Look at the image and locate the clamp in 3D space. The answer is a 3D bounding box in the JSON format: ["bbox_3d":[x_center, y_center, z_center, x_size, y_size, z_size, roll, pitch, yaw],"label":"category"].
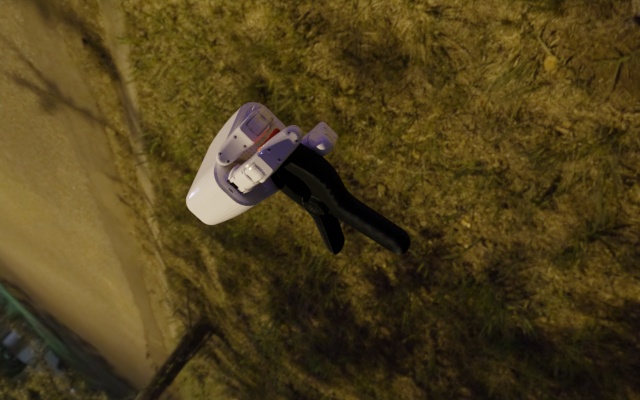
[{"bbox_3d":[0.000,0.002,0.487,0.171,0.039,0.120,44,-34,-14],"label":"clamp"}]
